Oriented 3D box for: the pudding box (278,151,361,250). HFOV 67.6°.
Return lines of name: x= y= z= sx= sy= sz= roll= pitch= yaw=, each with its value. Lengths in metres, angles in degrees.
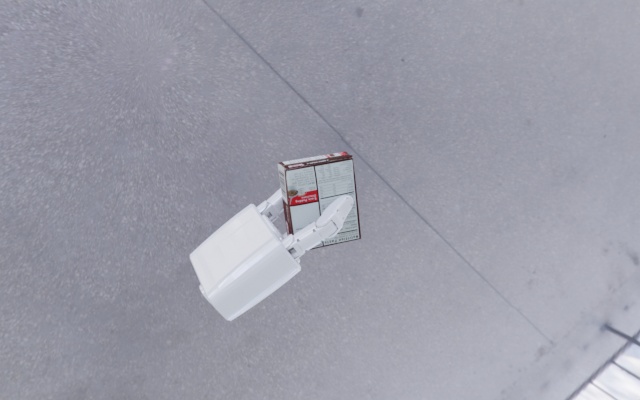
pudding box: x=0.000 y=0.002 z=0.597 sx=0.090 sy=0.113 sz=0.039 roll=-11 pitch=20 yaw=-14
